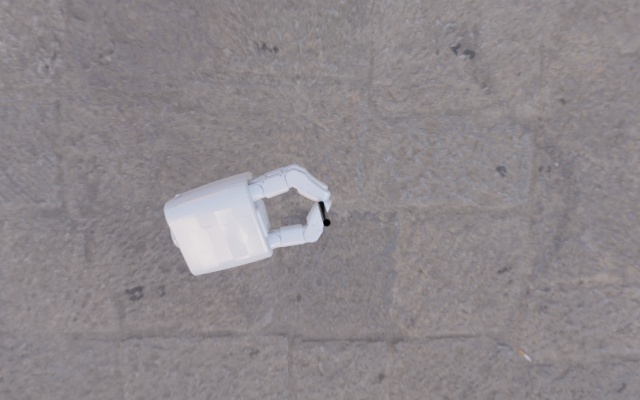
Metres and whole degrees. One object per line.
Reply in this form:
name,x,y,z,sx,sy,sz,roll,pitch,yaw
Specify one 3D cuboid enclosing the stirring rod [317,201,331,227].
stirring rod,0.000,0.002,0.598,0.011,0.011,0.239,0,10,-3
